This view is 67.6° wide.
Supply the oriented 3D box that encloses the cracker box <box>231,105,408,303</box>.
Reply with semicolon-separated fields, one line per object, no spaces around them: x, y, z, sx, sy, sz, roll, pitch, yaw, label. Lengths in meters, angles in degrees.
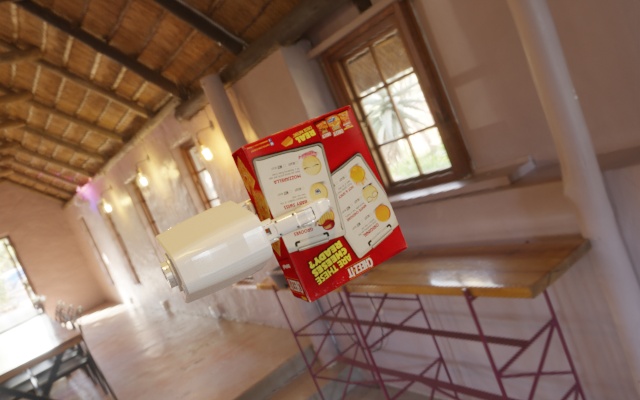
0.000;0.002;0.645;0.164;0.214;0.072;-25;7;-22;cracker box
